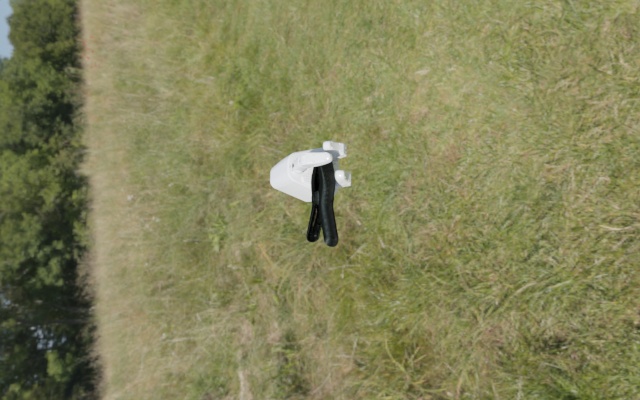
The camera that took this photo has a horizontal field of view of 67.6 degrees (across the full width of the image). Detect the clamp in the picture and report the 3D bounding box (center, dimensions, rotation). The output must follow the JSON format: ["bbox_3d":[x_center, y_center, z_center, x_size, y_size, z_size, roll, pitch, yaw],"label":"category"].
[{"bbox_3d":[0.000,0.003,0.874,0.039,0.171,0.120,5,-11,-25],"label":"clamp"}]
